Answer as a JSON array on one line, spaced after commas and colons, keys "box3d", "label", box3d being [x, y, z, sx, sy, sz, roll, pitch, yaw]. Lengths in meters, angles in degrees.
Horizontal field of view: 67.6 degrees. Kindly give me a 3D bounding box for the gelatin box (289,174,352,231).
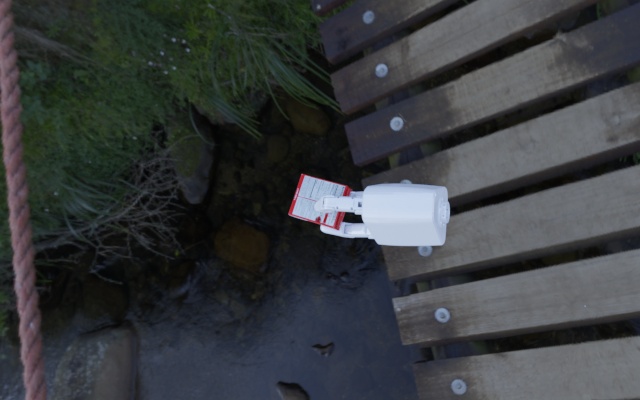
[{"box3d": [0.000, 0.002, 0.793, 0.089, 0.073, 0.030, 16, -5, 23], "label": "gelatin box"}]
